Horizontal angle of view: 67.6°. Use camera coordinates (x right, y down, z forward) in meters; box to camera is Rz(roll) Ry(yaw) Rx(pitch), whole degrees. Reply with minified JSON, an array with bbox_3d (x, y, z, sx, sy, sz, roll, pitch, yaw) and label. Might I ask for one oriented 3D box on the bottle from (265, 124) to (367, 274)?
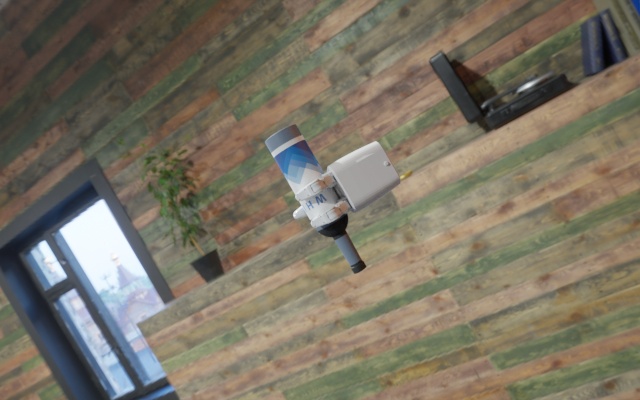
[{"bbox_3d":[0.000,0.003,0.885,0.069,0.296,0.069,-30,1,1],"label":"bottle"}]
